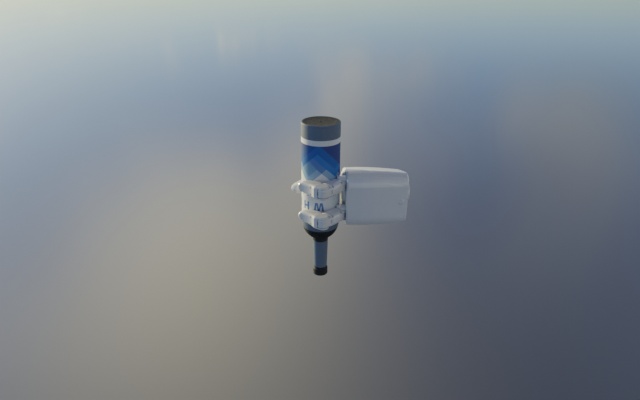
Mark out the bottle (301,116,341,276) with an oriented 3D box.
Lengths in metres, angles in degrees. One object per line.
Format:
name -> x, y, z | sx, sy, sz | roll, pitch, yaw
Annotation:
bottle -> 0.000, 0.003, 0.848 | 0.069, 0.296, 0.069 | 0, 25, 0
